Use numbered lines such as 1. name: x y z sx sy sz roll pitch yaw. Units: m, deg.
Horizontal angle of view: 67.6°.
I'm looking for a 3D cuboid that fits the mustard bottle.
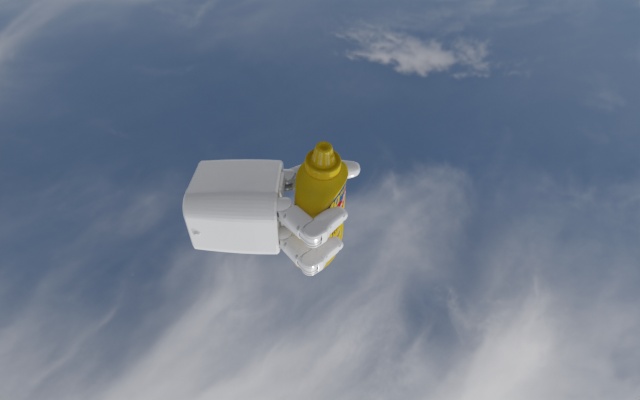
1. mustard bottle: 0.000 0.002 0.591 0.058 0.096 0.192 21 -37 15
